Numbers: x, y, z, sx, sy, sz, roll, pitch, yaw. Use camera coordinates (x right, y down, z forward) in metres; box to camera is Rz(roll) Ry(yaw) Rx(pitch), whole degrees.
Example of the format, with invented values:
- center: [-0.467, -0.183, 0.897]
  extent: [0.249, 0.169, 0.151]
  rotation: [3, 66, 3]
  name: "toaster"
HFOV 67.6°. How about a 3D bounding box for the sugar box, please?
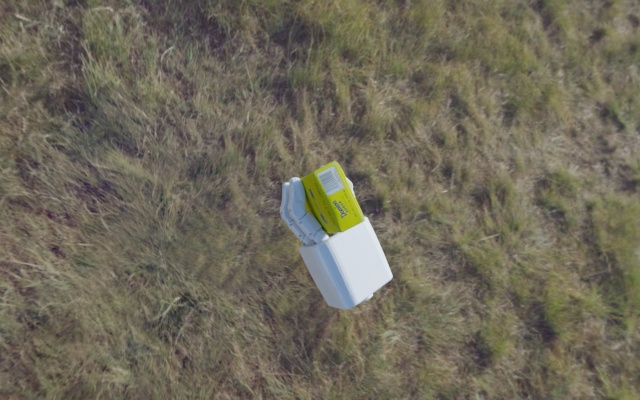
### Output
- center: [0.000, 0.003, 0.724]
  extent: [0.048, 0.093, 0.176]
  rotation: [-26, 2, -19]
  name: "sugar box"
